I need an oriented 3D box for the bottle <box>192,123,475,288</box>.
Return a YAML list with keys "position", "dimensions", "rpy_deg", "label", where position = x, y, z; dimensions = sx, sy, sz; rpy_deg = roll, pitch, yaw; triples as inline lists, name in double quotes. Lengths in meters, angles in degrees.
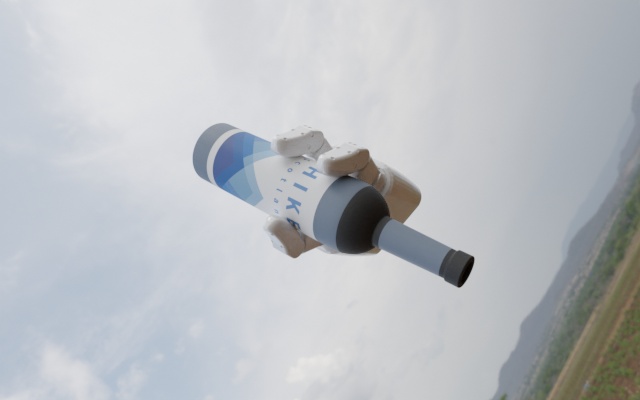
- position: [0.000, 0.001, 0.446]
  dimensions: [0.295, 0.069, 0.069]
  rpy_deg: [26, 14, 31]
  label: "bottle"
